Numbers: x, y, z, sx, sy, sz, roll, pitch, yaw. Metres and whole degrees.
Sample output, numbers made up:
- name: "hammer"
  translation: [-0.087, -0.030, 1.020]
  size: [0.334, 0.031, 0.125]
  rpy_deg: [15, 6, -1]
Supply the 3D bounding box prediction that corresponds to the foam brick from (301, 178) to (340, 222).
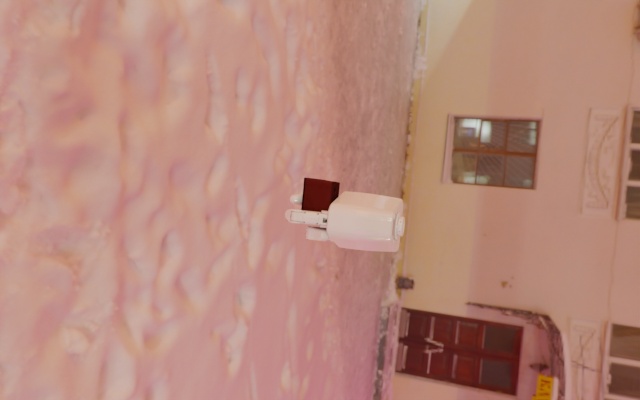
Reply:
- name: "foam brick"
  translation: [0.000, 0.002, 0.819]
  size: [0.051, 0.078, 0.053]
  rpy_deg: [5, 1, 18]
